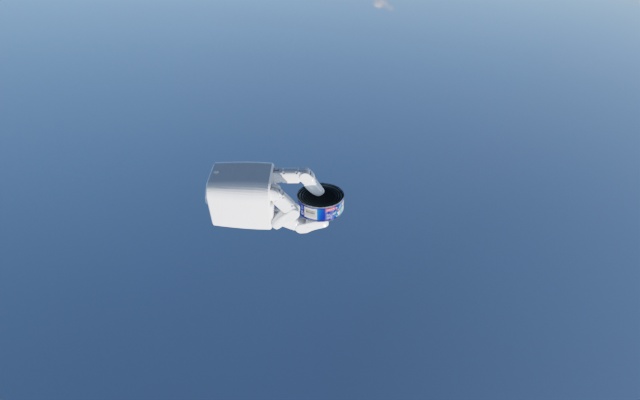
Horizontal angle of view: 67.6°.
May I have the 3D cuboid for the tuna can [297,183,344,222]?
[{"bbox_3d":[0.000,0.003,0.872,0.086,0.034,0.086,0,32,0],"label":"tuna can"}]
